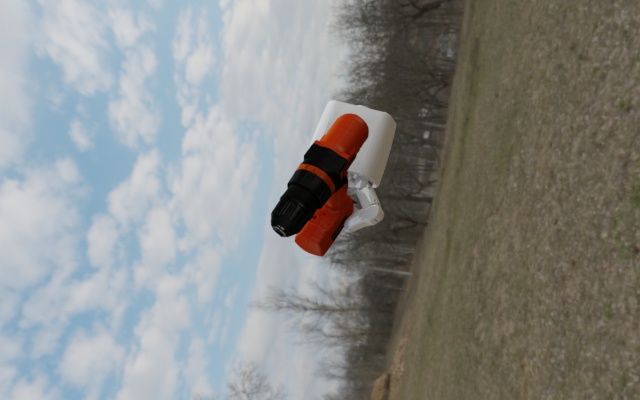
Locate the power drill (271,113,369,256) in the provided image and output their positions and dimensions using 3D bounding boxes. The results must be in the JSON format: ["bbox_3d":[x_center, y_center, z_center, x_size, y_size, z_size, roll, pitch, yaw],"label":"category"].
[{"bbox_3d":[0.000,0.002,0.626,0.057,0.184,0.188,30,-26,14],"label":"power drill"}]
